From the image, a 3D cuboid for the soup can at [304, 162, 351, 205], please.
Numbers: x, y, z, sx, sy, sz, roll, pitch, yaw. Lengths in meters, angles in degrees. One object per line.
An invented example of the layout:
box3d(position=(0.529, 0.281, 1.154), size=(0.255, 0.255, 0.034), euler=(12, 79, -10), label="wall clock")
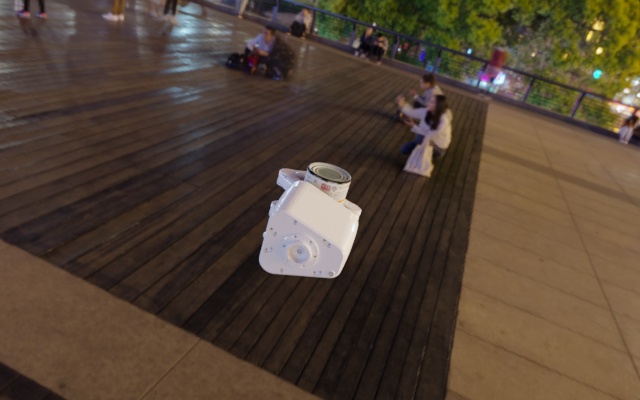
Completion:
box3d(position=(0.000, 0.002, 0.716), size=(0.068, 0.102, 0.068), euler=(14, 23, -6), label="soup can")
